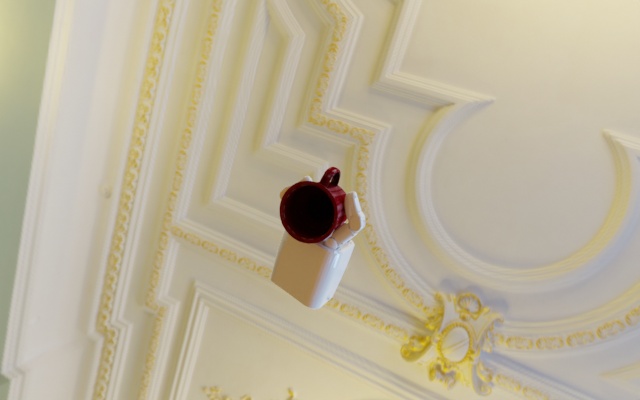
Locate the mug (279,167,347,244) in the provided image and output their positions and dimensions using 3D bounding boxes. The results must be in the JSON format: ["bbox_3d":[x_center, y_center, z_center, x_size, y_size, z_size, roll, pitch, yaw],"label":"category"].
[{"bbox_3d":[0.001,0.001,0.730,0.093,0.117,0.081,25,15,16],"label":"mug"}]
